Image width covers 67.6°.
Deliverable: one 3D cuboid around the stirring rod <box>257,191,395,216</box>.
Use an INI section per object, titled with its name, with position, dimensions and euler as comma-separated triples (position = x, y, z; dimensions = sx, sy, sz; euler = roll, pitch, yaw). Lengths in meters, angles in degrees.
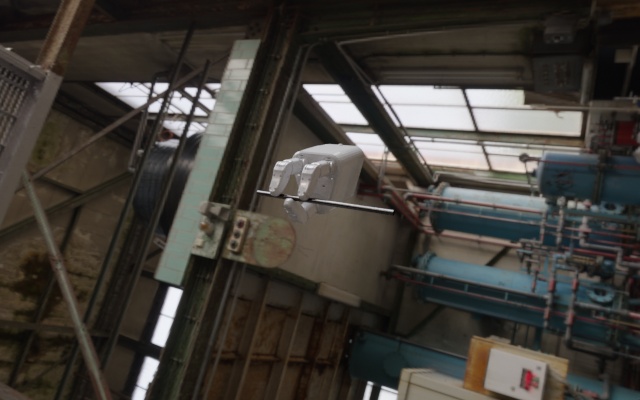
[stirring rod]
position = 0.000, 0.002, 0.738
dimensions = 0.239, 0.011, 0.011
euler = 8, 4, 29
